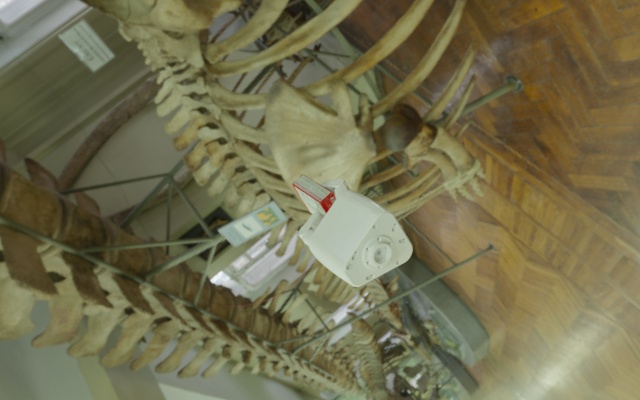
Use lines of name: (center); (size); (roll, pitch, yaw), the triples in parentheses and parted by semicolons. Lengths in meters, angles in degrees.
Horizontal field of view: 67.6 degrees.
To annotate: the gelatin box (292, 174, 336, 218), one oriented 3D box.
gelatin box: (0.000, 0.003, 0.801); (0.089, 0.030, 0.073); (32, -20, 47)
